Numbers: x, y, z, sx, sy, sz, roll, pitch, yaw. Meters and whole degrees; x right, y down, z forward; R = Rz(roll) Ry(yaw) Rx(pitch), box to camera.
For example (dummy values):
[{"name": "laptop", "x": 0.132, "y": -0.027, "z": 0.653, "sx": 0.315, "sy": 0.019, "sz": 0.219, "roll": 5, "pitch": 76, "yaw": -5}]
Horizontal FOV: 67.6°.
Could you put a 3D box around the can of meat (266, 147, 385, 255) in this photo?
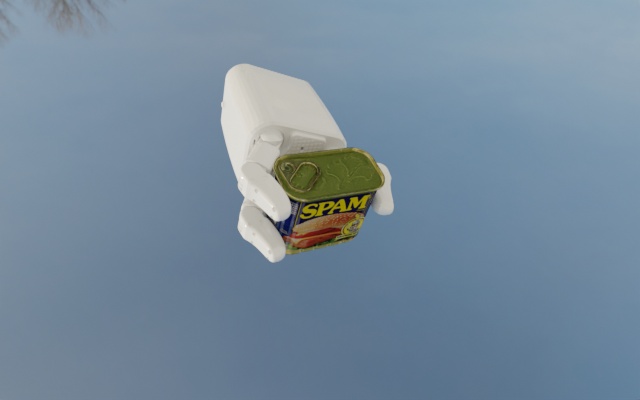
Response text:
[{"name": "can of meat", "x": 0.000, "y": 0.002, "z": 0.461, "sx": 0.102, "sy": 0.057, "sz": 0.084, "roll": -9, "pitch": -39, "yaw": -25}]
